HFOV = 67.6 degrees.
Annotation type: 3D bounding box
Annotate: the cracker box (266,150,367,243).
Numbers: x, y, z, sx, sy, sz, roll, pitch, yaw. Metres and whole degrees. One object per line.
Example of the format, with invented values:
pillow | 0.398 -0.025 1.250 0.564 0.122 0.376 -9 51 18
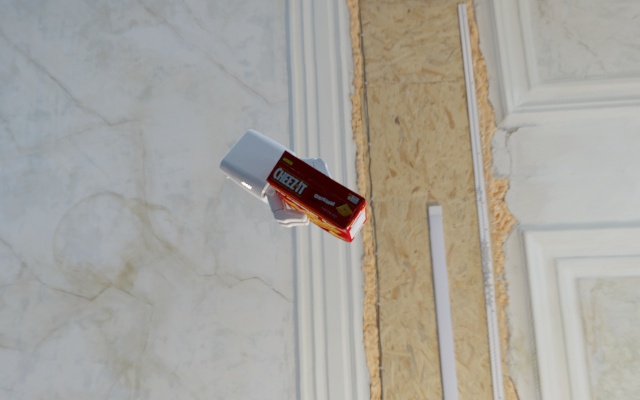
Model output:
cracker box | 0.000 0.003 0.889 0.164 0.072 0.214 32 -6 11
